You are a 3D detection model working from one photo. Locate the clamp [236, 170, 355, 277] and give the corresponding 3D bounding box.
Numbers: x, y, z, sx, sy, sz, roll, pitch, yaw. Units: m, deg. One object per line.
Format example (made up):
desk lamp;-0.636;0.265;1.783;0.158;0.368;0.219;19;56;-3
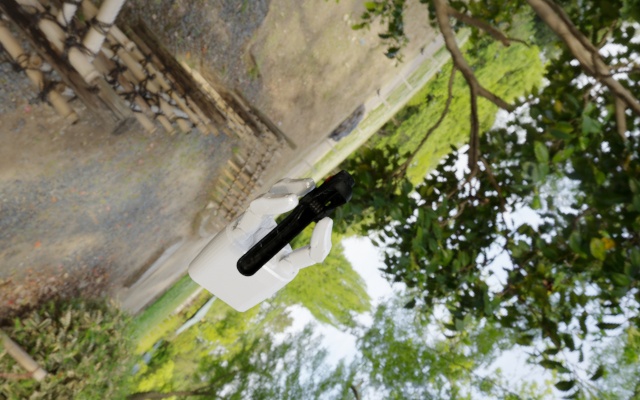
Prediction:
clamp;0.001;0.002;0.578;0.164;0.036;0.210;-37;4;31
